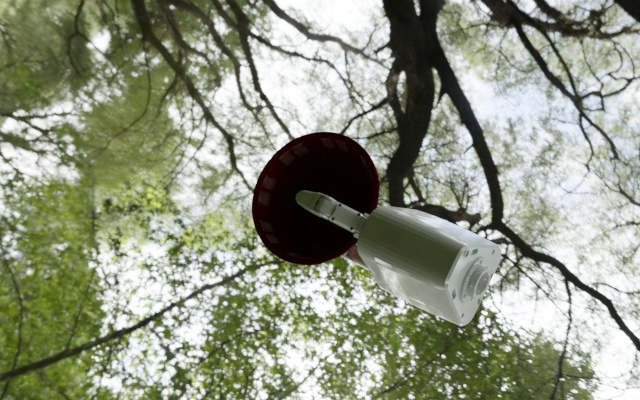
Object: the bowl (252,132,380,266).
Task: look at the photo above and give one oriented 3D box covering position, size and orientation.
[{"bbox_3d":[-0.001,0.001,0.574,0.162,0.162,0.055,0,-17,24],"label":"bowl"}]
